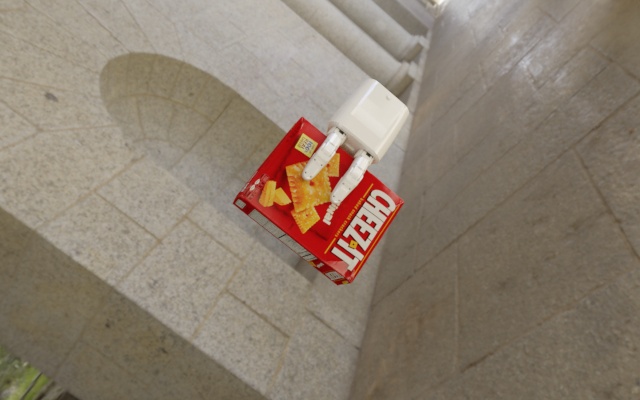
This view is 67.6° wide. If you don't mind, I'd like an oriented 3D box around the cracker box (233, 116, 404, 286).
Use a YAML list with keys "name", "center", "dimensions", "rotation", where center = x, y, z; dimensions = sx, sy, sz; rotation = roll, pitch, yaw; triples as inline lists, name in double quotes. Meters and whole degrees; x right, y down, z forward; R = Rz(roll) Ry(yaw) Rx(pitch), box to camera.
- name: "cracker box"
  center: [0.000, 0.002, 0.741]
  dimensions: [0.214, 0.164, 0.072]
  rotation: [39, -20, -7]
